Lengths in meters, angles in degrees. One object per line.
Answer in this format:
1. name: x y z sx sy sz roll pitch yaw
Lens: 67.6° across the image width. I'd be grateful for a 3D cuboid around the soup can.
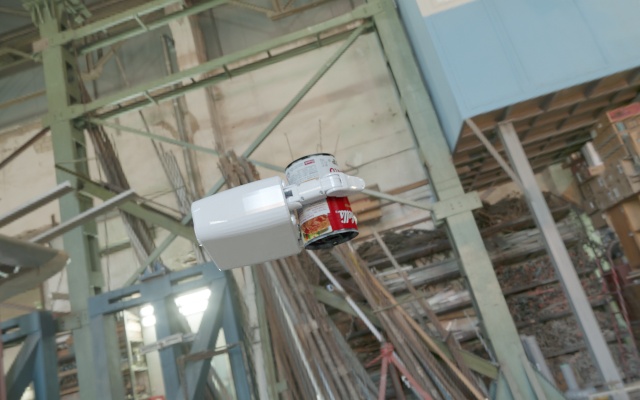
1. soup can: 0.000 0.001 0.582 0.068 0.102 0.068 -15 -17 -5
